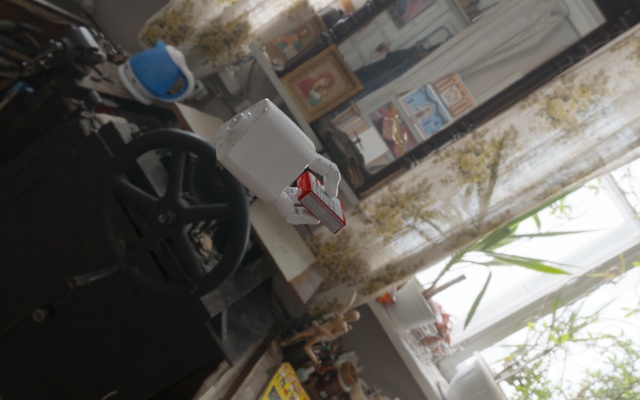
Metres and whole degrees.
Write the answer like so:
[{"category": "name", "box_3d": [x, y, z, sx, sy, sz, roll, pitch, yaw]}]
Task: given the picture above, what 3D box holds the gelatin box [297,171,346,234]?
[{"category": "gelatin box", "box_3d": [0.001, 0.002, 0.775, 0.030, 0.089, 0.073, -40, 23, 16]}]
